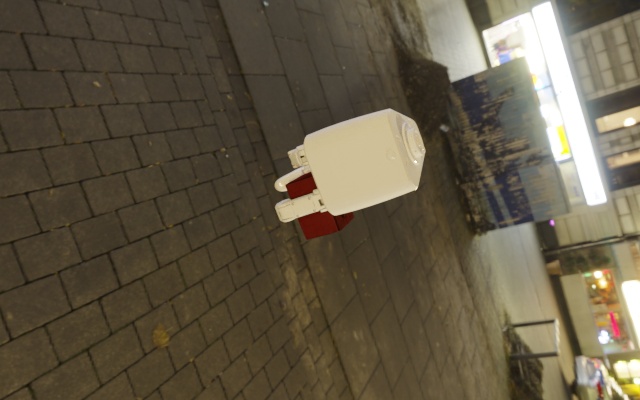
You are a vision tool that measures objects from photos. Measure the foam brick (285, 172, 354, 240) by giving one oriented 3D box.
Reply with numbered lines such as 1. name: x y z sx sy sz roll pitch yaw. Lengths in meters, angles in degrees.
1. foam brick: 0.000 0.002 0.603 0.051 0.078 0.053 -16 10 27
